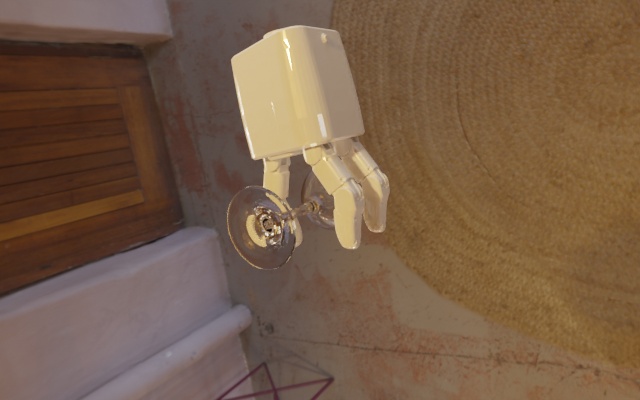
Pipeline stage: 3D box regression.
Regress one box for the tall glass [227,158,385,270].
[{"bbox_3d":[0.000,0.002,0.488,0.079,0.079,0.201,0,13,33],"label":"tall glass"}]
